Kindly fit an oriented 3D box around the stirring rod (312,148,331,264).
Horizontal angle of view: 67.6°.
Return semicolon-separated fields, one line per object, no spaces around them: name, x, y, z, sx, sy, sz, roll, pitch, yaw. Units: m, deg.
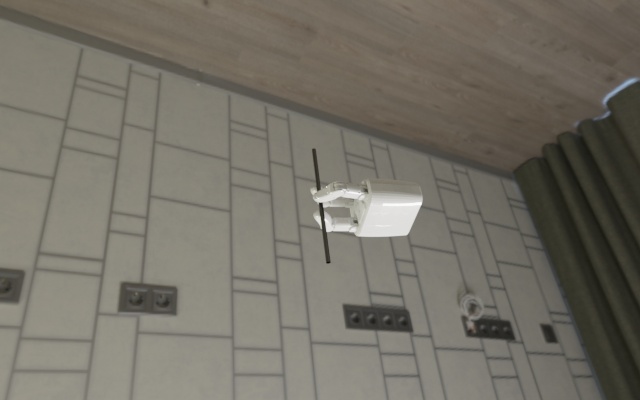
stirring rod;0.000;0.003;0.865;0.011;0.239;0.011;-5;-31;-3
